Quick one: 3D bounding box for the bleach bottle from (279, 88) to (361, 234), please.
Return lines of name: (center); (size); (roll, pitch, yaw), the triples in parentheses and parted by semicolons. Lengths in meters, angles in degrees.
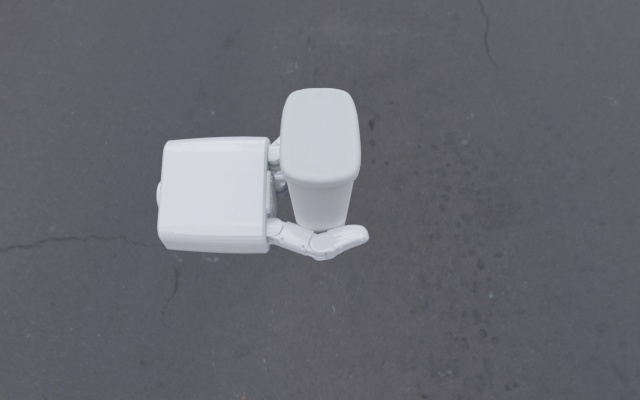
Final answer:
bleach bottle: (0.000, 0.002, 0.506); (0.068, 0.102, 0.251); (0, -30, 0)
